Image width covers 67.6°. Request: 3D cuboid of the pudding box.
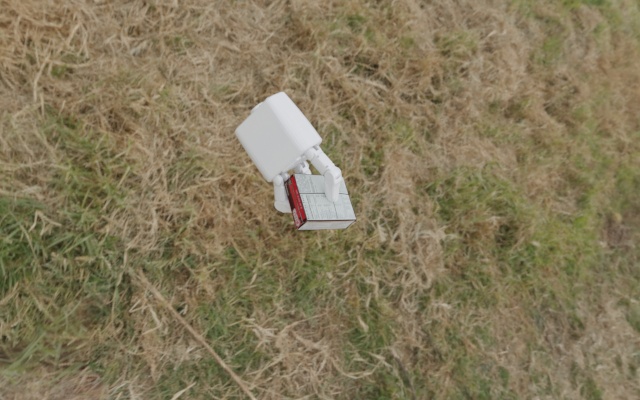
[{"bbox_3d":[0.000,0.003,0.812,0.113,0.090,0.039,1,-26,-37],"label":"pudding box"}]
